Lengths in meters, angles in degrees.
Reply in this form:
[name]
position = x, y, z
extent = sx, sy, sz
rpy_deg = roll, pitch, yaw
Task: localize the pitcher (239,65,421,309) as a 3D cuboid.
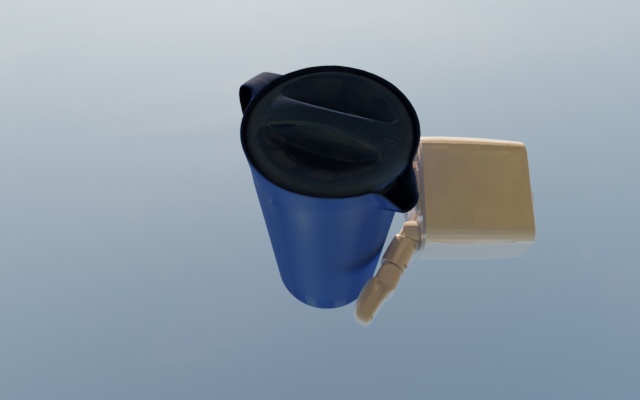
[pitcher]
position = 0.000, 0.002, 0.450
extent = 0.145, 0.149, 0.243
rpy_deg = 0, -34, 0
